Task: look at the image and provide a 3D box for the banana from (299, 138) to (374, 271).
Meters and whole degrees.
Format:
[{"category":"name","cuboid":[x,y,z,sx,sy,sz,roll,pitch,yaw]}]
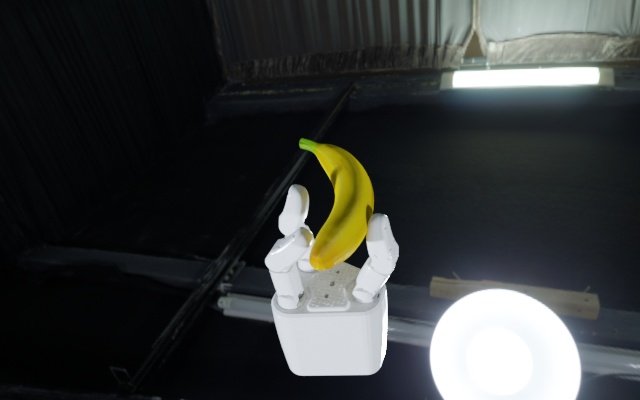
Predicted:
[{"category":"banana","cuboid":[0.018,-0.002,0.465,0.069,0.037,0.197,-5,36,-2]}]
